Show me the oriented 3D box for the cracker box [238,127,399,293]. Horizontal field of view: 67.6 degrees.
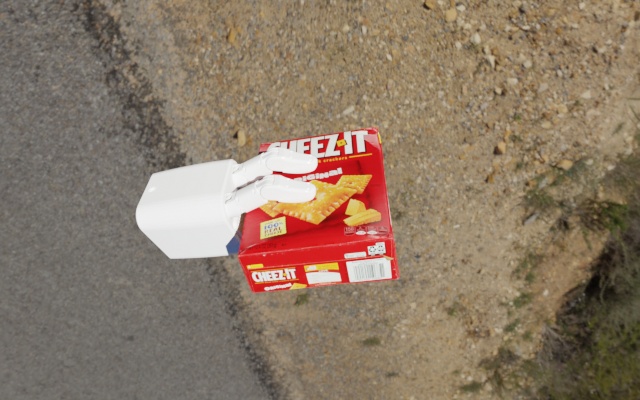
[{"bbox_3d":[0.000,0.002,0.576,0.164,0.072,0.213,-7,40,7],"label":"cracker box"}]
